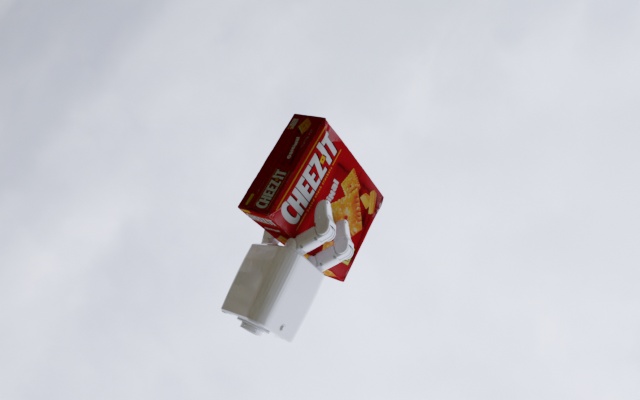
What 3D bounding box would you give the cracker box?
[{"bbox_3d":[0.000,0.002,0.717,0.072,0.164,0.214,13,-23,39],"label":"cracker box"}]
